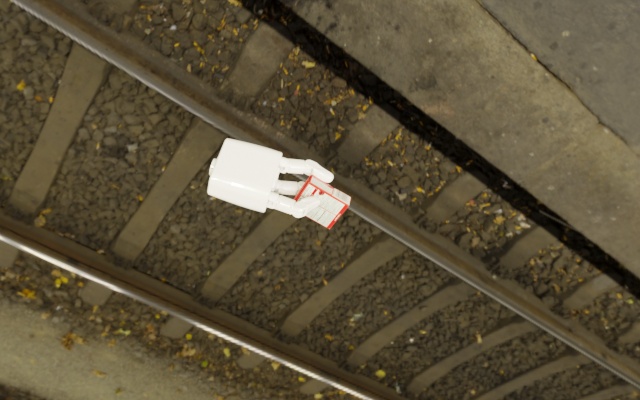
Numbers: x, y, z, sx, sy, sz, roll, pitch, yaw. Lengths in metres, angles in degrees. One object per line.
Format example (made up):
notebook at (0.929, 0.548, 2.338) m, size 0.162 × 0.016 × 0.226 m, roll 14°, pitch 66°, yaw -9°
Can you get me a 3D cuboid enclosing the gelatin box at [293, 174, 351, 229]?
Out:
gelatin box at (0.000, 0.003, 0.886) m, size 0.089 × 0.073 × 0.030 m, roll 30°, pitch 38°, yaw -9°
